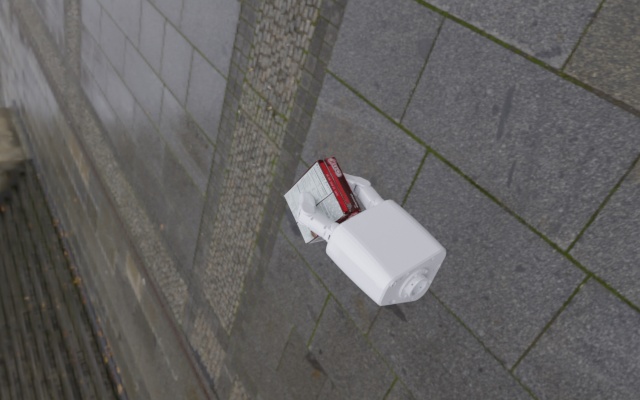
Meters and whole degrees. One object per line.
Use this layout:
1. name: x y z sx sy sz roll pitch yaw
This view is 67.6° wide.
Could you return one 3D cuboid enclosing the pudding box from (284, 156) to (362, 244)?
1. pudding box: 0.000 0.002 0.697 0.039 0.090 0.113 -13 -18 -40
